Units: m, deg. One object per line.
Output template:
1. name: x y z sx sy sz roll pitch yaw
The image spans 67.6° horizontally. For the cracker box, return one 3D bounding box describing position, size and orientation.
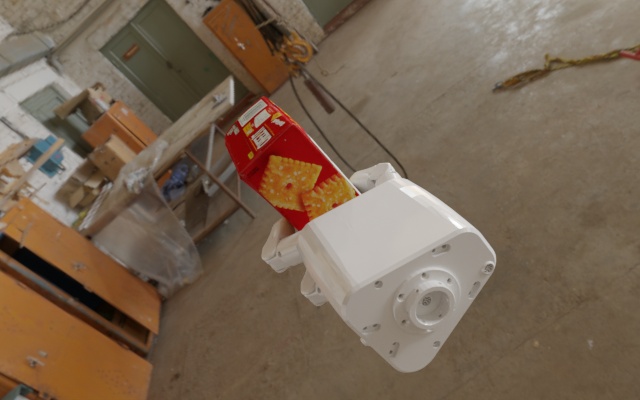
1. cracker box: 0.000 0.001 0.498 0.214 0.072 0.164 47 2 -25
